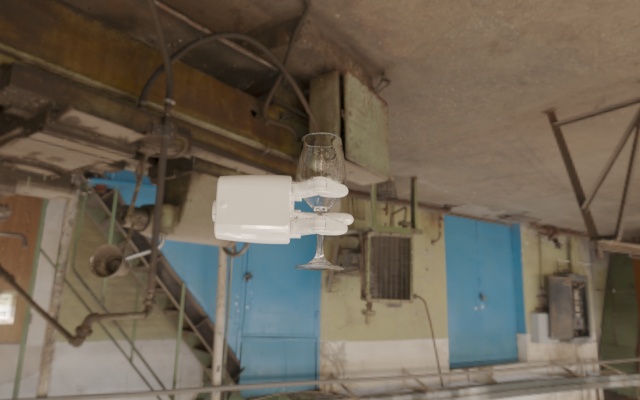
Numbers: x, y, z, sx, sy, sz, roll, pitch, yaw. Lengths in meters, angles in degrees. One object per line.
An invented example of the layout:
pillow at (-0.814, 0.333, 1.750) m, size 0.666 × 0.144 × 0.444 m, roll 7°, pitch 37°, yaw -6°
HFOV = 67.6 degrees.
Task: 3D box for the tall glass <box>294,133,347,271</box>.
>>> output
tall glass at (0.000, 0.003, 0.721) m, size 0.079 × 0.201 × 0.079 m, roll 1°, pitch -13°, yaw 0°
